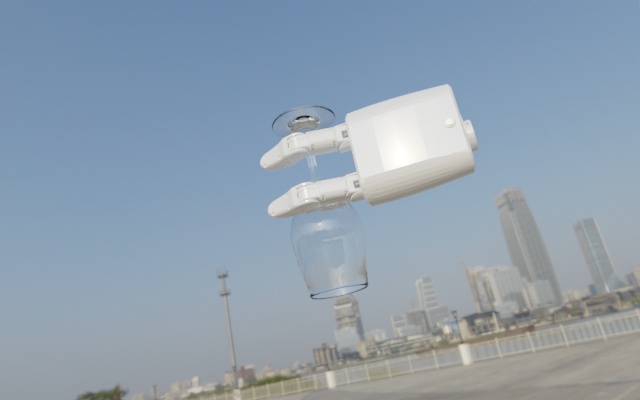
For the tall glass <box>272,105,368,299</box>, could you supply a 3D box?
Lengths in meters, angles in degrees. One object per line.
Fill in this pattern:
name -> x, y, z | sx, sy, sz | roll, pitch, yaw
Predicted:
tall glass -> 0.000, 0.001, 0.520 | 0.079, 0.201, 0.079 | -10, -18, -3
